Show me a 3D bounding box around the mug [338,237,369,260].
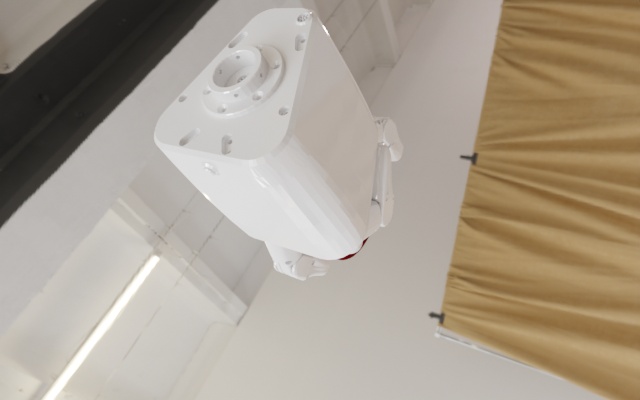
[{"bbox_3d":[0.000,0.002,0.418,0.081,0.093,0.117,14,-23,31],"label":"mug"}]
